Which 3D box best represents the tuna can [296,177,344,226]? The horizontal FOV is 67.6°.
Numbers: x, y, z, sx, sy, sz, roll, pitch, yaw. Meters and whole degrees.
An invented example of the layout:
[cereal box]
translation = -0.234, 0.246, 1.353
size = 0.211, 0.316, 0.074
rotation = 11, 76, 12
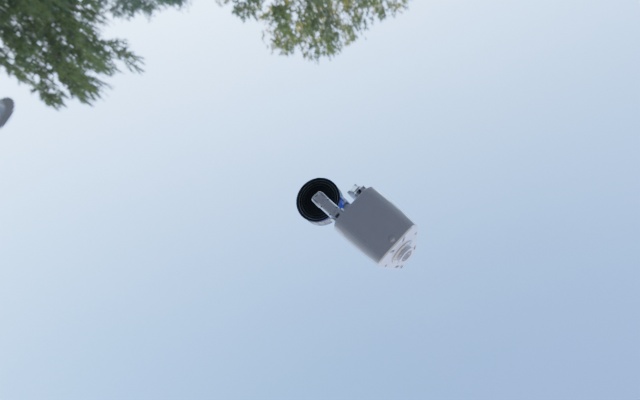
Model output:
[tuna can]
translation = 0.000, 0.003, 0.886
size = 0.086, 0.086, 0.034
rotation = 0, -18, 21
